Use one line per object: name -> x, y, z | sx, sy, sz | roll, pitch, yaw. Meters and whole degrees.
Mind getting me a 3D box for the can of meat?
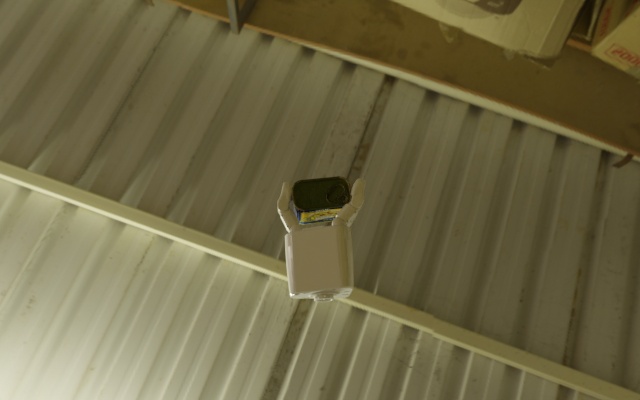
can of meat -> 0.000, 0.003, 0.860 | 0.102, 0.057, 0.084 | -6, -22, -6
